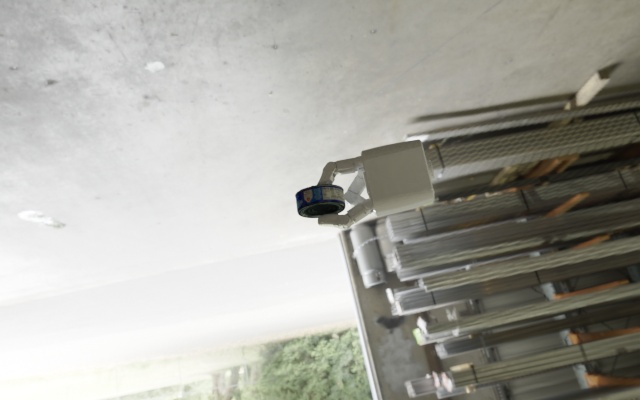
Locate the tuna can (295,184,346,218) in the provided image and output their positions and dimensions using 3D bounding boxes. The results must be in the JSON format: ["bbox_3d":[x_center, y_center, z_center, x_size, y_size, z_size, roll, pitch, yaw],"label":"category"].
[{"bbox_3d":[0.000,0.003,0.823,0.086,0.033,0.086,-7,-19,-2],"label":"tuna can"}]
